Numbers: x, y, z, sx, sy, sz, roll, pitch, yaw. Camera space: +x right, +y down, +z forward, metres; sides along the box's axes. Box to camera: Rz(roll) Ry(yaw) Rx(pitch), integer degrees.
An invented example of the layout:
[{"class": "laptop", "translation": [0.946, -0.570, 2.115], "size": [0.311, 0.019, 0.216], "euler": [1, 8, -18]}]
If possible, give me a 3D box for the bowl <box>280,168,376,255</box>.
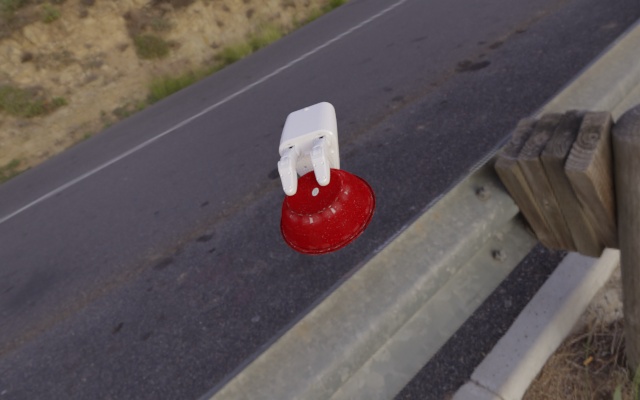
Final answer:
[{"class": "bowl", "translation": [0.000, 0.003, 0.736], "size": [0.162, 0.162, 0.055], "euler": [0, -38, 28]}]
